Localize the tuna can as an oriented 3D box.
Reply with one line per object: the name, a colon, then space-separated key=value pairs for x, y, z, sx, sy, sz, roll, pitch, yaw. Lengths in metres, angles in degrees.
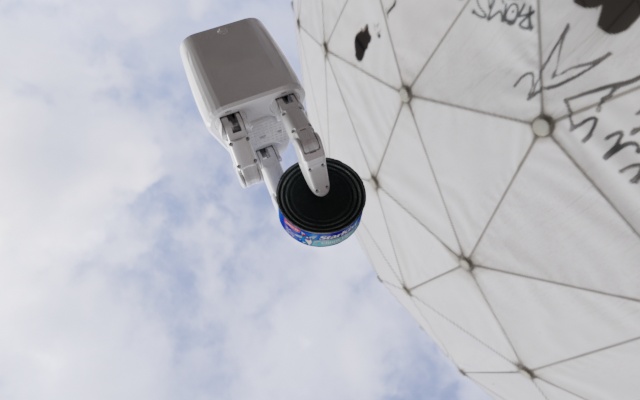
tuna can: x=0.000 y=0.002 z=0.466 sx=0.086 sy=0.086 sz=0.034 roll=0 pitch=-31 yaw=-3
